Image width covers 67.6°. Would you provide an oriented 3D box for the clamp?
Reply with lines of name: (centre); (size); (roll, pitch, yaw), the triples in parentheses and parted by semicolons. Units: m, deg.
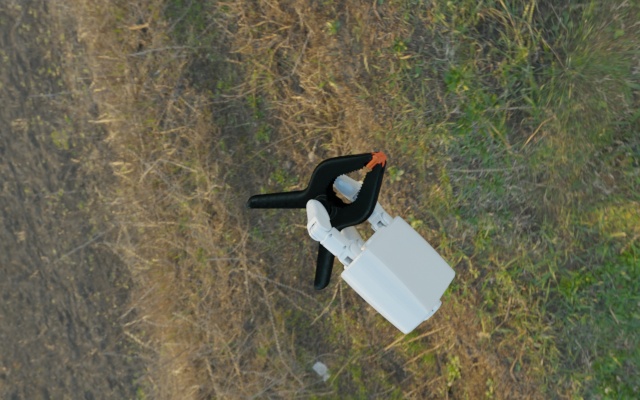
clamp: (0.000, 0.002, 0.633); (0.164, 0.210, 0.036); (43, 29, 7)
